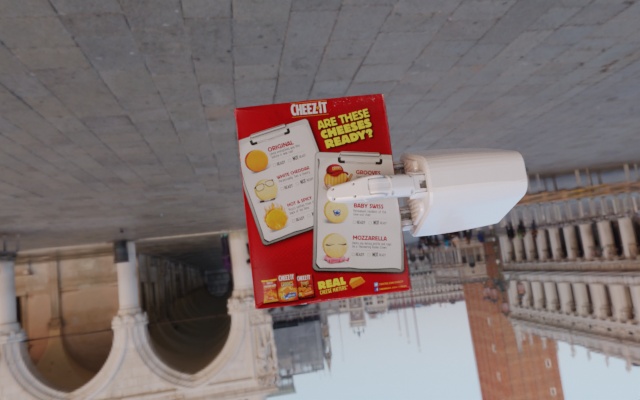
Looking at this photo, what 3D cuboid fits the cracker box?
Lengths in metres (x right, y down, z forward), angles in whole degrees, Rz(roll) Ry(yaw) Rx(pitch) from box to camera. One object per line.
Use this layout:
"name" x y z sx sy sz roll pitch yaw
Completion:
"cracker box" 0.000 0.002 0.528 0.164 0.213 0.072 -7 -8 -5
